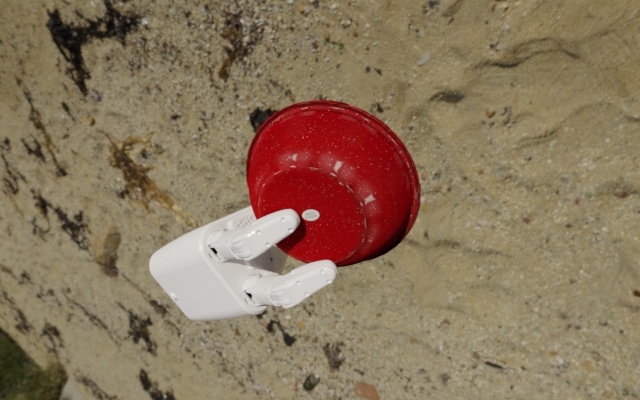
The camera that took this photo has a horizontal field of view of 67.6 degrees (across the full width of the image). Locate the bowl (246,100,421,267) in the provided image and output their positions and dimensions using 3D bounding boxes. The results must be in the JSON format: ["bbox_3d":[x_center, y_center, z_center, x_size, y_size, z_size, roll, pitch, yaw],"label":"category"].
[{"bbox_3d":[0.001,0.001,0.402,0.162,0.162,0.055,0,29,20],"label":"bowl"}]
